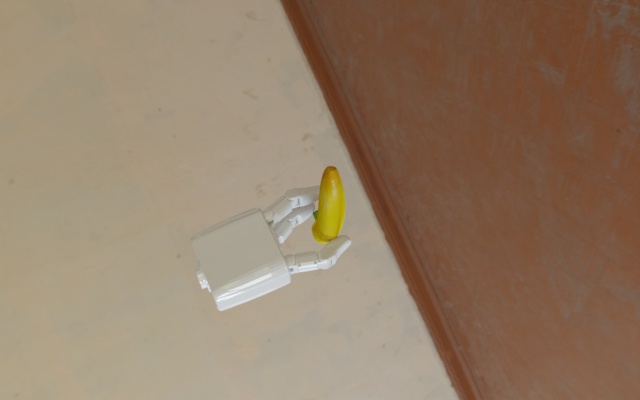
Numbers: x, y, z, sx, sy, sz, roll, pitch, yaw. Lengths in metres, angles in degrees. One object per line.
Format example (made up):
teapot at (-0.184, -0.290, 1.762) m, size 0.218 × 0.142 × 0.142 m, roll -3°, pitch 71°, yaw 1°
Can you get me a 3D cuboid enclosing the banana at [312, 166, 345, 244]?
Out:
banana at (0.007, 0.020, 0.675) m, size 0.037 × 0.069 × 0.198 m, roll -20°, pitch -16°, yaw -15°
